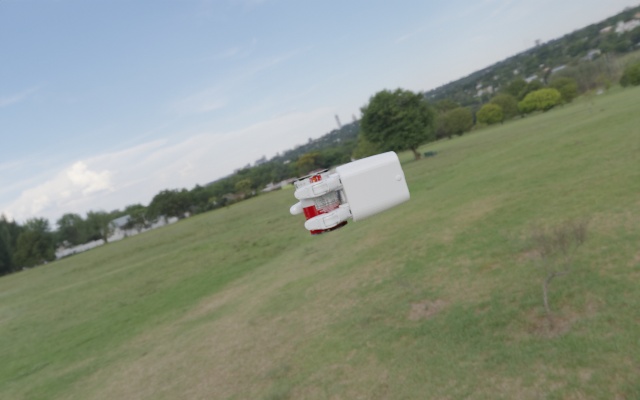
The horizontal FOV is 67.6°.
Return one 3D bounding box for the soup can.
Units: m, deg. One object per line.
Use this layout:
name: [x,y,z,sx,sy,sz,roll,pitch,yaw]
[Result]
soup can: [0.000,0.003,0.835,0.068,0.102,0.068,-18,4,1]
